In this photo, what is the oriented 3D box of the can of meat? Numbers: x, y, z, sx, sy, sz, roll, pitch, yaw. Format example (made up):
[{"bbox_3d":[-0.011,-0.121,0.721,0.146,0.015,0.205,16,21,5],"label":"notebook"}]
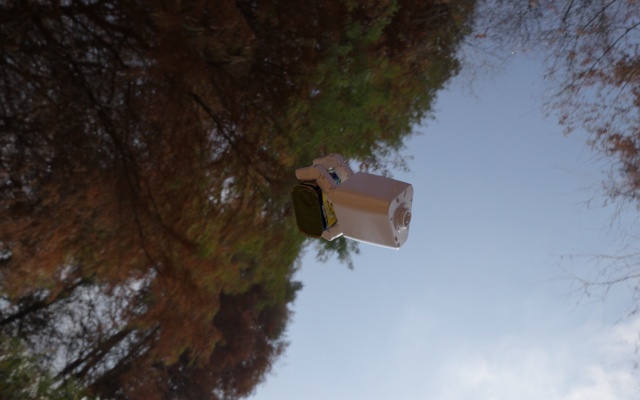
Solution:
[{"bbox_3d":[0.000,0.003,0.859,0.057,0.102,0.084,10,31,36],"label":"can of meat"}]
